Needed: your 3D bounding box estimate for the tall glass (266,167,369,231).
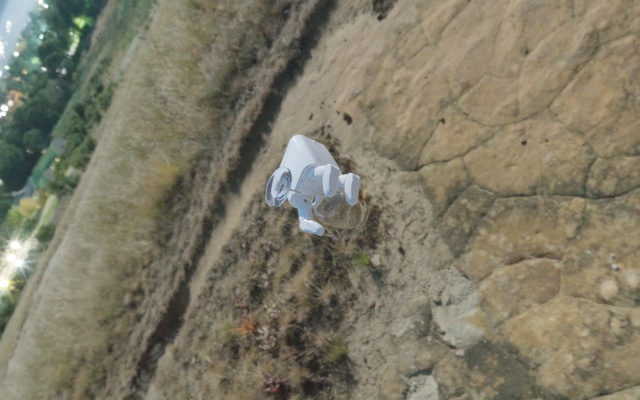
[{"bbox_3d":[0.000,0.003,0.894,0.201,0.079,0.079,21,-13,-37],"label":"tall glass"}]
